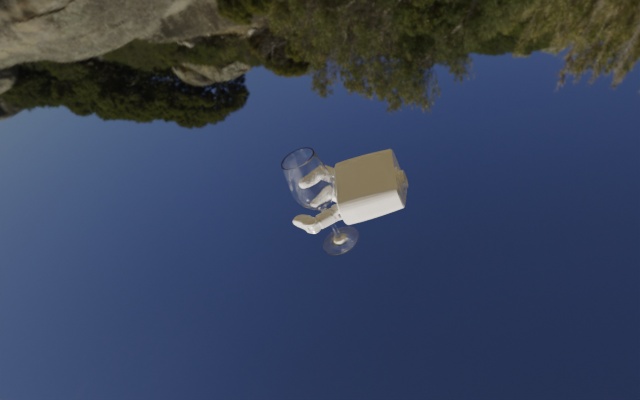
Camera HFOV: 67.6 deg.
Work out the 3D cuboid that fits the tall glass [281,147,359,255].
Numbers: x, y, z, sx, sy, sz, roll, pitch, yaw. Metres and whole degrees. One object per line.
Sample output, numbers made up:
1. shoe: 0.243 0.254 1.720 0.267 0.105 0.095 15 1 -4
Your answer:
1. tall glass: 0.000 0.003 0.859 0.079 0.201 0.079 -20 33 14
